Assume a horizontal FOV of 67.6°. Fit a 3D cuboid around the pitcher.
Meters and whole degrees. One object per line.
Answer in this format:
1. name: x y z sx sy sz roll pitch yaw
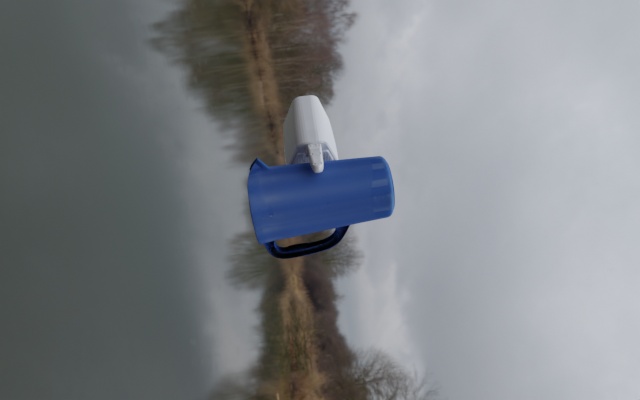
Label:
1. pitcher: 0.000 0.003 0.827 0.243 0.145 0.149 -8 -25 -2
